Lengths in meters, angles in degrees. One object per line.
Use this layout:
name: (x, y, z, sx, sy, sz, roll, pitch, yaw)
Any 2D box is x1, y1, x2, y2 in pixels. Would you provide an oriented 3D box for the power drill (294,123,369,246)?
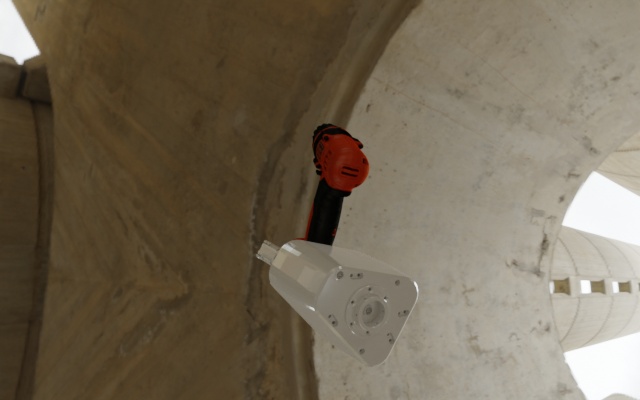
power drill: (0.000, 0.002, 0.593, 0.057, 0.188, 0.184, 11, 17, -10)
